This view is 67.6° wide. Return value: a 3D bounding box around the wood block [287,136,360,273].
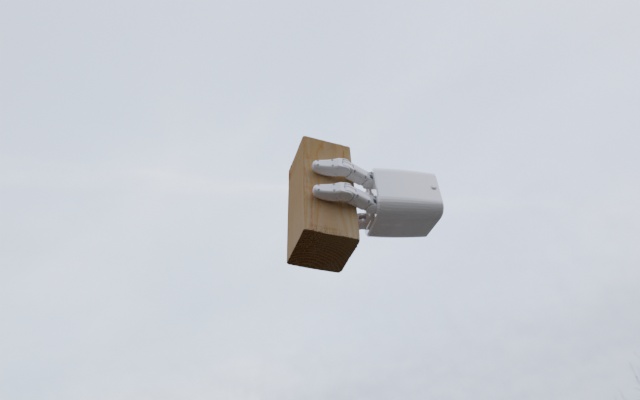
[{"bbox_3d":[0.000,0.003,0.778,0.090,0.206,0.091,12,-45,-14],"label":"wood block"}]
